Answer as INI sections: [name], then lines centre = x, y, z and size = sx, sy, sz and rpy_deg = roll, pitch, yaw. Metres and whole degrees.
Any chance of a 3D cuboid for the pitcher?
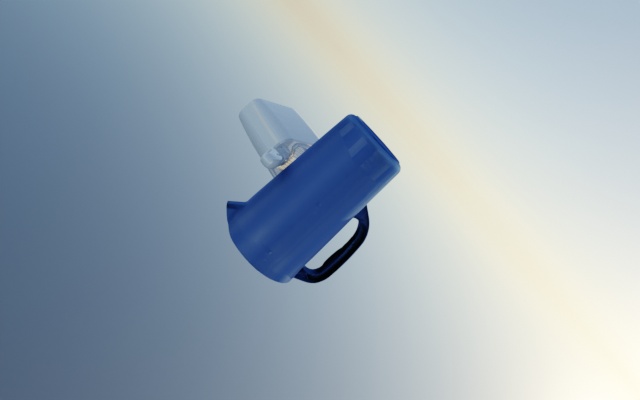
[pitcher]
centre = 0.000, 0.002, 0.687
size = 0.243, 0.145, 0.149
rpy_deg = -42, -29, 13
